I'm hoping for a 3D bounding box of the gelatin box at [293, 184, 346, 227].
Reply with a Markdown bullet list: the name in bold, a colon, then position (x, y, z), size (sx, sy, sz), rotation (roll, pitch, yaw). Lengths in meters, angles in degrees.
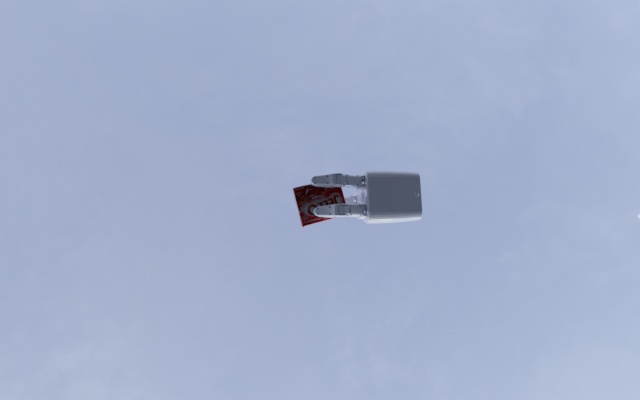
- **gelatin box**: position (0.000, 0.003, 0.879), size (0.089, 0.073, 0.030), rotation (-14, -6, -6)
